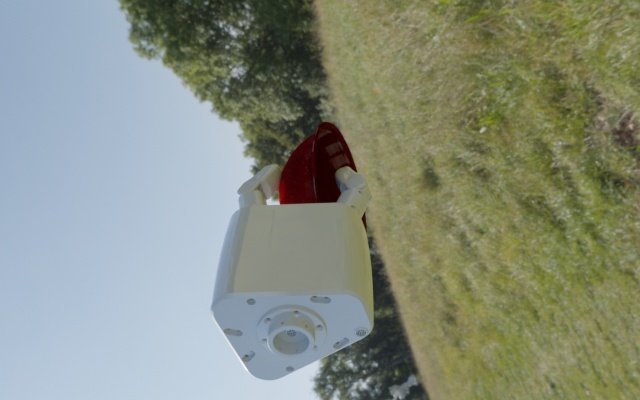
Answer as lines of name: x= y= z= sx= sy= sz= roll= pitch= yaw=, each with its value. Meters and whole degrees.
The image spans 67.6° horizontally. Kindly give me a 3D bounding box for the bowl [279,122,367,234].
bowl: x=0.000 y=0.001 z=0.507 sx=0.055 sy=0.162 sz=0.162 roll=-11 pitch=-4 yaw=20
